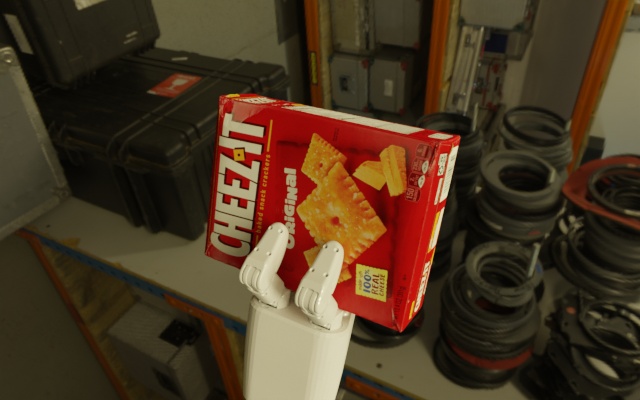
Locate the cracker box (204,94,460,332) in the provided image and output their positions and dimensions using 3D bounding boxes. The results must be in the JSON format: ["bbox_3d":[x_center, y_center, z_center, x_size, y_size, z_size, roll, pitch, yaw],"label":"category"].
[{"bbox_3d":[0.000,0.001,0.439,0.213,0.164,0.072,16,17,24],"label":"cracker box"}]
